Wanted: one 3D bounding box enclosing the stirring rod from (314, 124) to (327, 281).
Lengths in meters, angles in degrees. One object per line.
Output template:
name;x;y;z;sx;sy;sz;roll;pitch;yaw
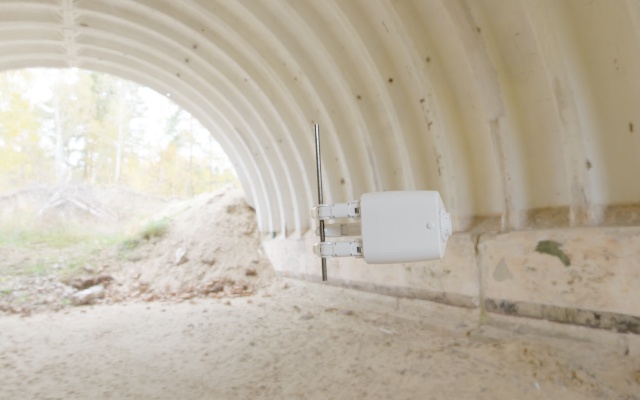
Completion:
stirring rod;0.000;0.003;0.734;0.011;0.239;0.011;-3;-3;0
